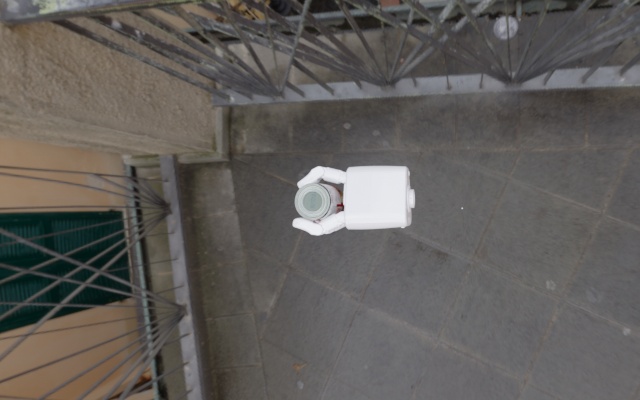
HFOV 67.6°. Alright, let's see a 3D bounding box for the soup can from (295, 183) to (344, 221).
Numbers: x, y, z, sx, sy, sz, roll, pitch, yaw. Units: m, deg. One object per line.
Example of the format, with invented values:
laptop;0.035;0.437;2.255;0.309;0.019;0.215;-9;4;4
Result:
soup can;0.000;0.003;0.874;0.068;0.068;0.102;0;-1;16
